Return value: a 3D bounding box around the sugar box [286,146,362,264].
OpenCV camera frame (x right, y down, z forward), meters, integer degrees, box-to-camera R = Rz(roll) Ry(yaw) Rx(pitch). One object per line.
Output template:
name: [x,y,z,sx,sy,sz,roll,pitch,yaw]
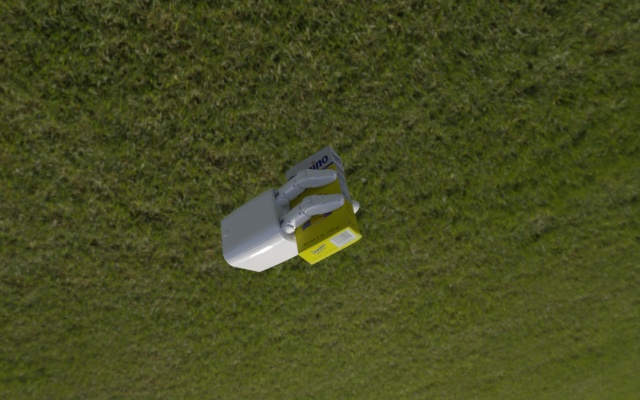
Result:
sugar box: [0.000,0.002,0.751,0.093,0.176,0.048,-30,-42,18]
